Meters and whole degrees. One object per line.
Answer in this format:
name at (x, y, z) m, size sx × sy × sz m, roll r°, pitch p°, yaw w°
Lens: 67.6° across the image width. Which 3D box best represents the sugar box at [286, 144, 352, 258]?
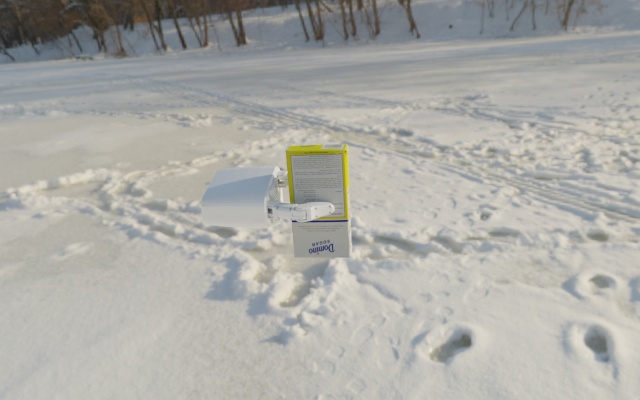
sugar box at (0.000, 0.002, 0.751) m, size 0.093 × 0.176 × 0.048 m, roll 0°, pitch 20°, yaw 8°
